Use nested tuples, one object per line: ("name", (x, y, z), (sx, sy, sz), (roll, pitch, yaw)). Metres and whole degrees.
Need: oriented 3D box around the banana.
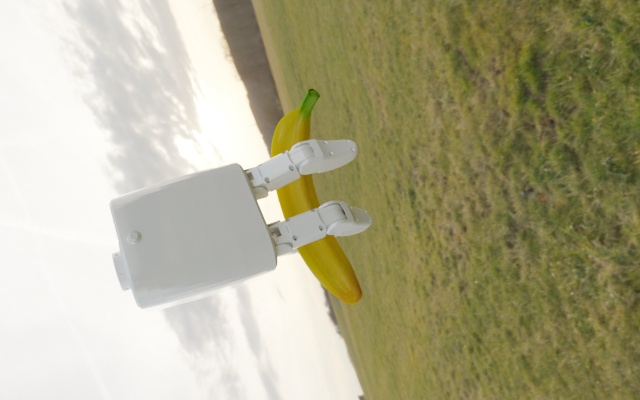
("banana", (-0.011, 0.002, 0.445), (0.037, 0.198, 0.069), (-11, -5, -35))
